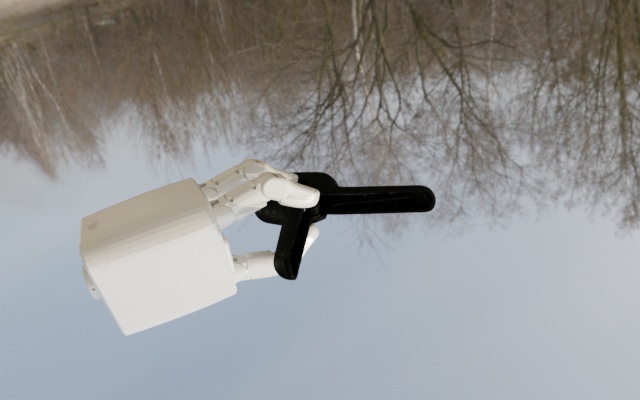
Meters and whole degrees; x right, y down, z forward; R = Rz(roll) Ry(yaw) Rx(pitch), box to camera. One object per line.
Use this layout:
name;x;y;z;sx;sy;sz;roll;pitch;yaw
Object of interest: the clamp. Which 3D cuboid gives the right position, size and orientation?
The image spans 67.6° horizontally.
clamp;0.000;0.002;0.486;0.164;0.036;0.210;-20;24;-18
